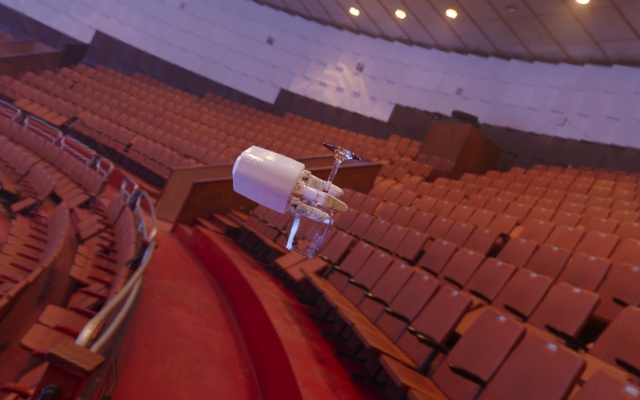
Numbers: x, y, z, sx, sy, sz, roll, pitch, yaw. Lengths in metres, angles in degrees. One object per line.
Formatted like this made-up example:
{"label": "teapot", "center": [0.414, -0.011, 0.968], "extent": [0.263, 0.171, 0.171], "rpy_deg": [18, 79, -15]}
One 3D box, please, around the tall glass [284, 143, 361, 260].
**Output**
{"label": "tall glass", "center": [0.001, 0.002, 0.865], "extent": [0.079, 0.201, 0.079], "rpy_deg": [23, -2, 1]}
